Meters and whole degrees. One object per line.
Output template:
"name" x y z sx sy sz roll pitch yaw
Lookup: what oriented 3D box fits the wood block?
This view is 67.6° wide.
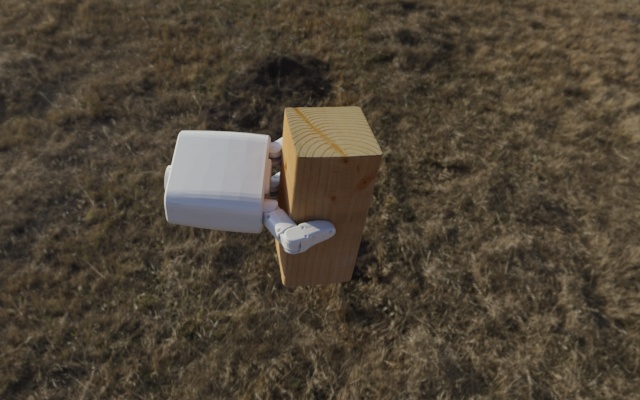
"wood block" 0.000 0.002 0.567 0.090 0.206 0.090 -3 44 -13
